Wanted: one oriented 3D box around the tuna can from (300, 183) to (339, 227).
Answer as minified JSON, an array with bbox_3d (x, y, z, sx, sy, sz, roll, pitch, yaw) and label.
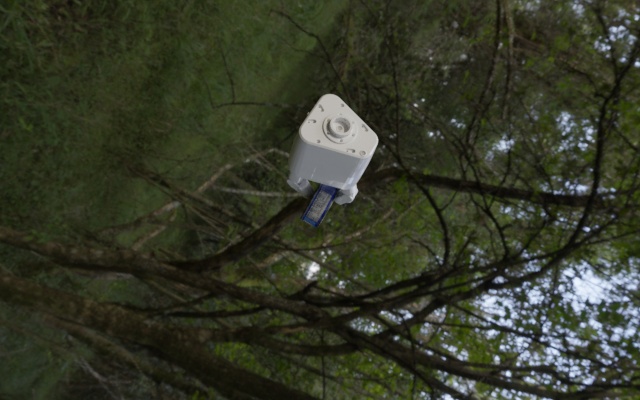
[{"bbox_3d":[0.001,0.003,0.821,0.034,0.086,0.086,29,-1,-2],"label":"tuna can"}]
